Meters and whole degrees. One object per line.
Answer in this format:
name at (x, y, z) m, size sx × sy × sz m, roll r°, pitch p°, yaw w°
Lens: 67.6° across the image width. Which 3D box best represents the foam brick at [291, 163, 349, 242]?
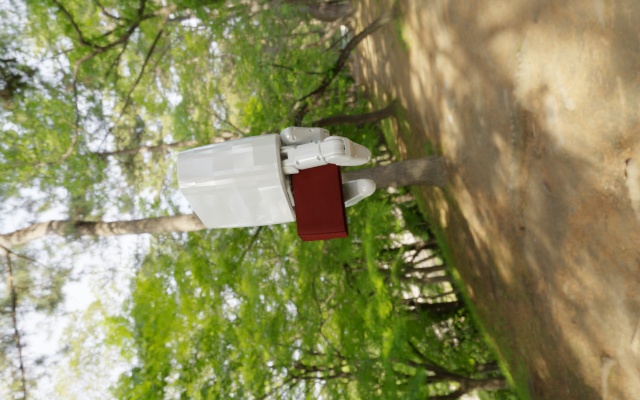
foam brick at (0.000, 0.002, 0.506) m, size 0.051 × 0.078 × 0.053 m, roll -7°, pitch -13°, yaw 3°
